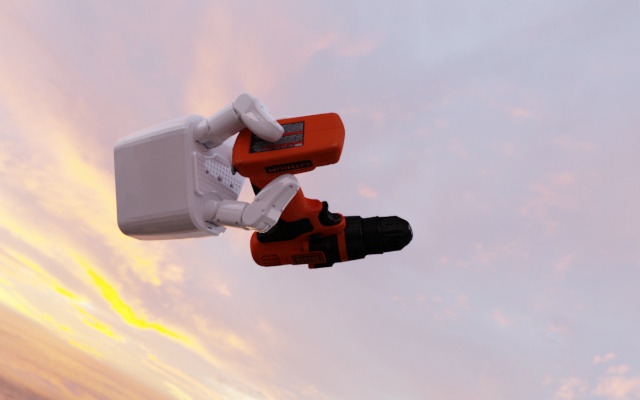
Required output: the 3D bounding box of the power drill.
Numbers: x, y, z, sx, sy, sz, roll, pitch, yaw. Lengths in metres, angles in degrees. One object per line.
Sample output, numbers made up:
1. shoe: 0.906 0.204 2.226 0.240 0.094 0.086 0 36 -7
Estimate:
1. power drill: 0.000 0.001 0.491 0.184 0.057 0.188 -8 -44 6
